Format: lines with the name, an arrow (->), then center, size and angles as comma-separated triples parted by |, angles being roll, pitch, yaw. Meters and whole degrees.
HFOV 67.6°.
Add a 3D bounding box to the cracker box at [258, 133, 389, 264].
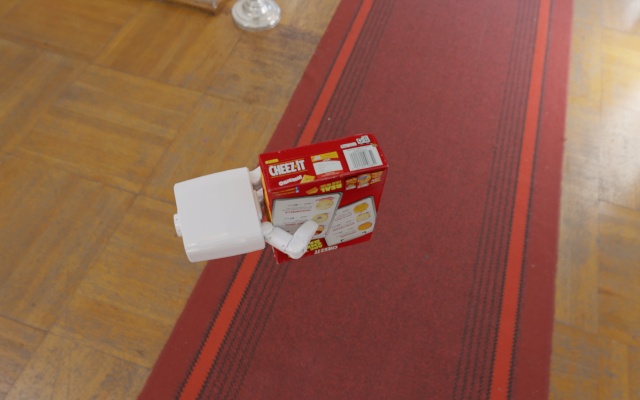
cracker box -> 0.000, 0.002, 0.711 | 0.164, 0.072, 0.214 | -13, -31, -10
